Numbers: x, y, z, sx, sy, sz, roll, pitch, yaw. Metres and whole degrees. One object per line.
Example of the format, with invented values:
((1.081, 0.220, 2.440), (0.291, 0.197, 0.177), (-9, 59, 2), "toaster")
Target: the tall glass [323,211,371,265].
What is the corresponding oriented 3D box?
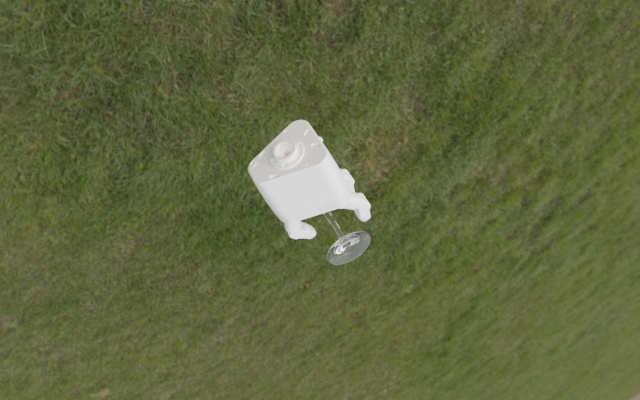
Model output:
((0.000, 0.003, 0.768), (0.079, 0.079, 0.201), (0, 44, -37), "tall glass")
